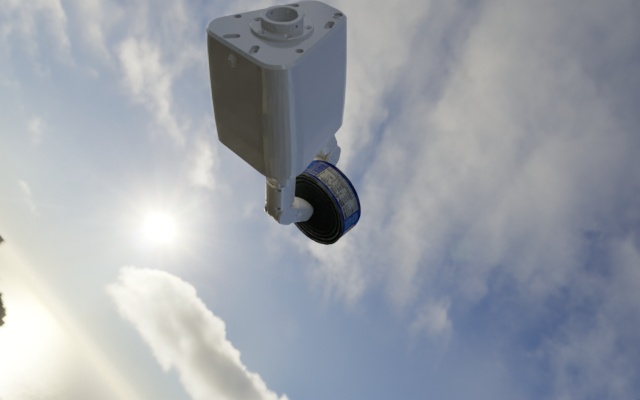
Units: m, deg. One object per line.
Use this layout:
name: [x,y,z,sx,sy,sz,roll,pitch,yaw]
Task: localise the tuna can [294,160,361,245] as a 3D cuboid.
tuna can: [0.000,0.001,0.498,0.033,0.086,0.086,-36,22,-34]
